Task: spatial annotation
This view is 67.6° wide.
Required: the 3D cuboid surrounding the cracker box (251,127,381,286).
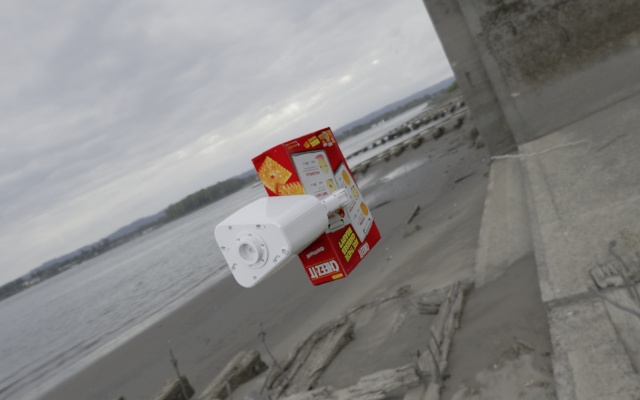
[{"bbox_3d":[0.000,0.002,0.759,0.072,0.214,0.164,-22,6,31],"label":"cracker box"}]
